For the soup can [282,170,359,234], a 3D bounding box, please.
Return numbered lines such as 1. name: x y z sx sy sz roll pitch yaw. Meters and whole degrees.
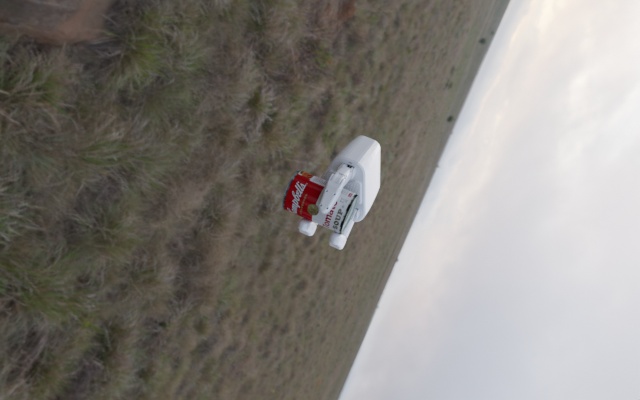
1. soup can: 0.000 0.003 0.745 0.102 0.068 0.068 23 5 11
